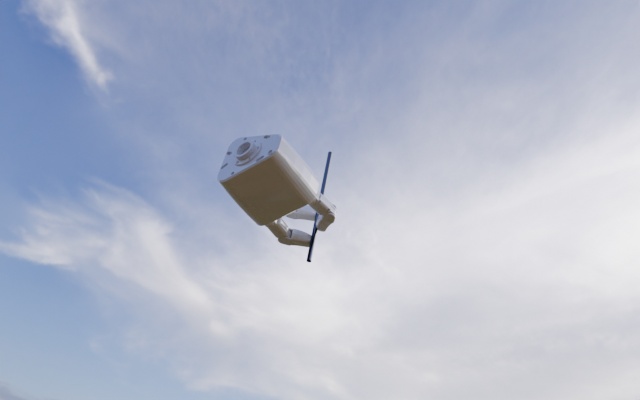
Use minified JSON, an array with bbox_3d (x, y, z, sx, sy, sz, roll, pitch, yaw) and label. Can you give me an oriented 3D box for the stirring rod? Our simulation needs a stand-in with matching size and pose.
[{"bbox_3d":[0.000,0.003,0.820,0.011,0.239,0.011,7,-39,6],"label":"stirring rod"}]
